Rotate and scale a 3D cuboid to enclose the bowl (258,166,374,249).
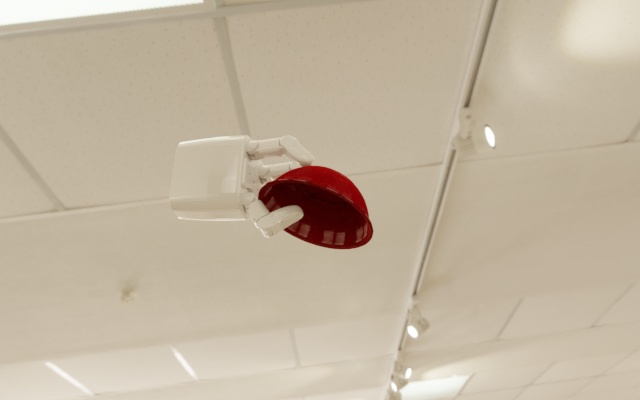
[{"bbox_3d":[0.002,0.002,0.647,0.162,0.055,0.162,16,-30,10],"label":"bowl"}]
